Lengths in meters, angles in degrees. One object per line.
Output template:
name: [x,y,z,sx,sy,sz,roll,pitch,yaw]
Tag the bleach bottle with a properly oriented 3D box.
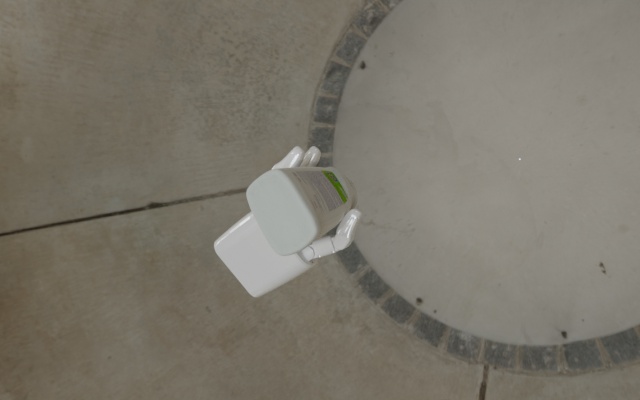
bleach bottle: [0.000,0.002,0.658,0.068,0.102,0.251,-33,-8,22]
